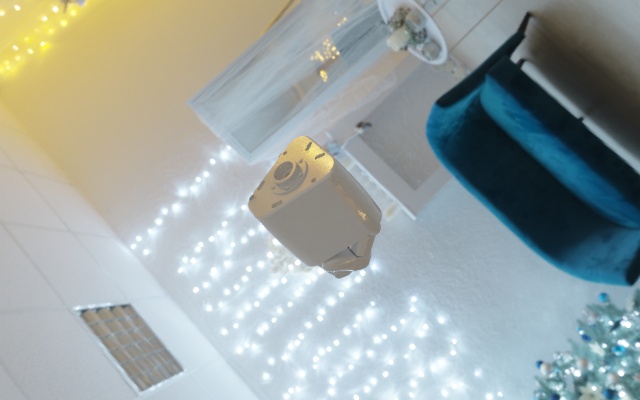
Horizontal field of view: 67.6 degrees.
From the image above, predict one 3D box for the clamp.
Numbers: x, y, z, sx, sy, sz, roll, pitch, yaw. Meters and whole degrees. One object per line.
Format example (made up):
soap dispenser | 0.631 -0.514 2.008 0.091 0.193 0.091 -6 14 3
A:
clamp | 0.000 0.003 0.653 0.120 0.039 0.171 47 -2 -41
